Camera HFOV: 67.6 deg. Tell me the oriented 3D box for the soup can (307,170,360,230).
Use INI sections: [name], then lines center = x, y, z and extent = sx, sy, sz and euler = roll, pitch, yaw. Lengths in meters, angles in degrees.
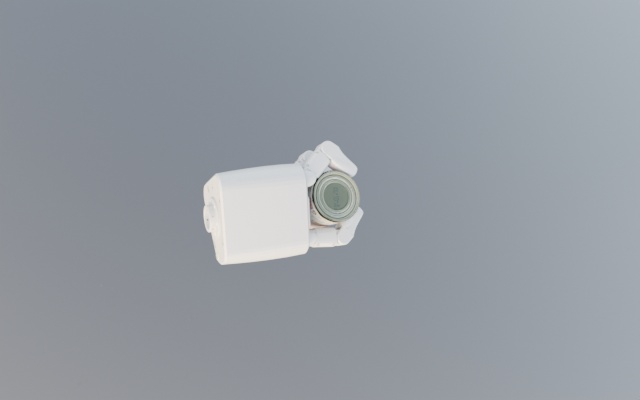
[soup can]
center = 0.001, 0.002, 0.637
extent = 0.068, 0.068, 0.102
euler = 0, -9, -24
